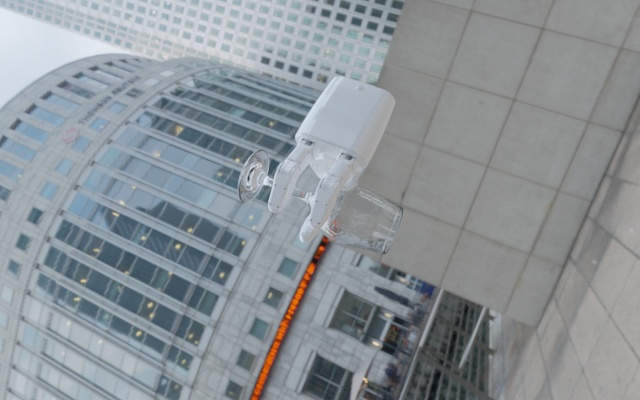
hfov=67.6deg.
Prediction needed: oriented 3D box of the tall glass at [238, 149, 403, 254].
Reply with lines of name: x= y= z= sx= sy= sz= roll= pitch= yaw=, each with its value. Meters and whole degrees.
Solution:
tall glass: x=-0.001 y=0.002 z=0.605 sx=0.201 sy=0.079 sz=0.079 roll=22 pitch=6 yaw=16
